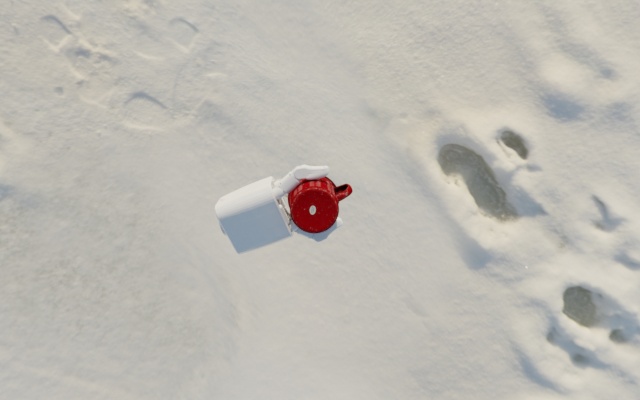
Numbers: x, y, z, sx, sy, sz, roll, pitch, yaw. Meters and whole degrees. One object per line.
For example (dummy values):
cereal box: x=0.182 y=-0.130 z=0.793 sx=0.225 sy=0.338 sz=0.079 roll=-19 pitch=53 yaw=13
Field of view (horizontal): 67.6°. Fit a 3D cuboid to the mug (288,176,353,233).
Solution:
mug: x=0.002 y=0.002 z=0.815 sx=0.117 sy=0.093 sz=0.081 roll=-21 pitch=15 yaw=4
